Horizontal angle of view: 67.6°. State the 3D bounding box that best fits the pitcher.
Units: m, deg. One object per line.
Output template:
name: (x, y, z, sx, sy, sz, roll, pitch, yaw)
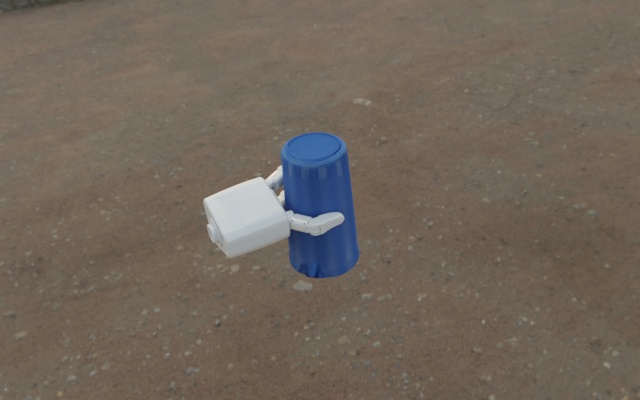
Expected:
pitcher: (0.000, 0.003, 0.845, 0.145, 0.243, 0.149, -21, 39, -21)
